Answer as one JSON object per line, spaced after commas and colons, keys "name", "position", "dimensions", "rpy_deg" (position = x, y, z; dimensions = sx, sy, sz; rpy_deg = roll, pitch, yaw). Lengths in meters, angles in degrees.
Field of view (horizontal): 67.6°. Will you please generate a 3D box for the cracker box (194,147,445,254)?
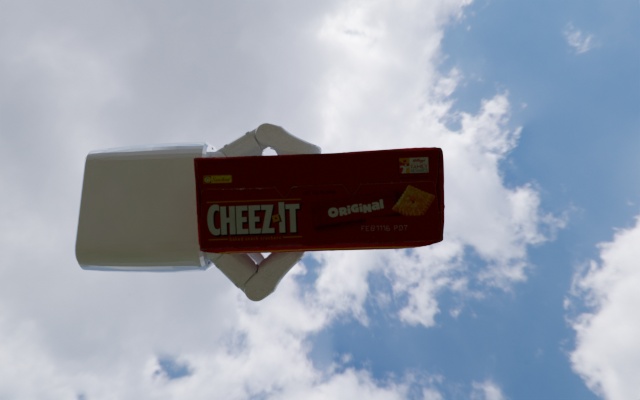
{"name": "cracker box", "position": [0.000, 0.001, 0.413], "dimensions": [0.164, 0.072, 0.213], "rpy_deg": [-3, 0, 0]}
